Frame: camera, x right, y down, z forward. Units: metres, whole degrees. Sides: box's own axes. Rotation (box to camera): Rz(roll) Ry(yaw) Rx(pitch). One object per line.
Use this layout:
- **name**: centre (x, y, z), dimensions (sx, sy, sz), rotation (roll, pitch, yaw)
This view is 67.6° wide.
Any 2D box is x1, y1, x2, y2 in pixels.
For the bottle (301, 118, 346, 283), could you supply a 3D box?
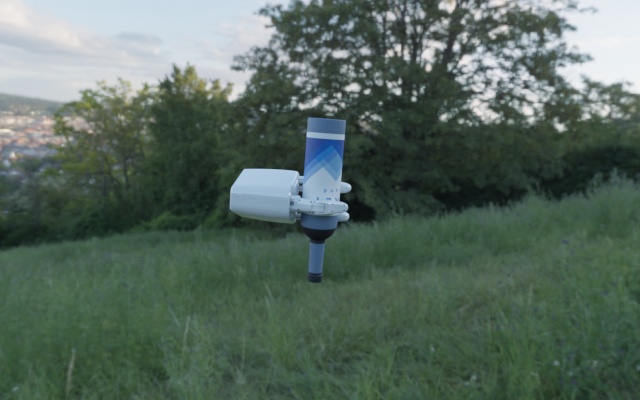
- **bottle**: centre (0.000, 0.003, 0.858), dimensions (0.069, 0.296, 0.069), rotation (4, 9, -1)
